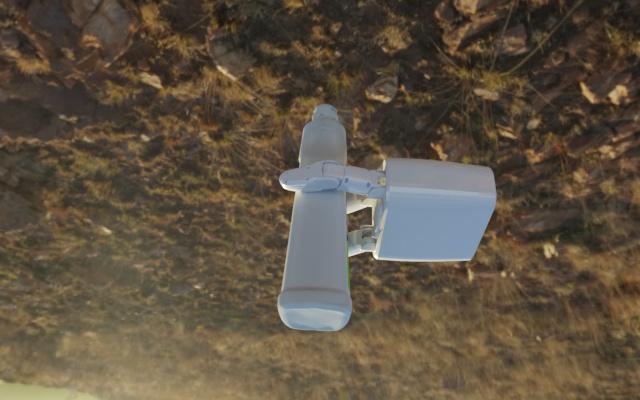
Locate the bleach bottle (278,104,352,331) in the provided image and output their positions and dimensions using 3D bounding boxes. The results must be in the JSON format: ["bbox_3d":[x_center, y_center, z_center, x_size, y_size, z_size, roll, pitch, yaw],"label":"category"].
[{"bbox_3d":[0.000,0.002,0.504,0.068,0.250,0.103,3,-27,0],"label":"bleach bottle"}]
